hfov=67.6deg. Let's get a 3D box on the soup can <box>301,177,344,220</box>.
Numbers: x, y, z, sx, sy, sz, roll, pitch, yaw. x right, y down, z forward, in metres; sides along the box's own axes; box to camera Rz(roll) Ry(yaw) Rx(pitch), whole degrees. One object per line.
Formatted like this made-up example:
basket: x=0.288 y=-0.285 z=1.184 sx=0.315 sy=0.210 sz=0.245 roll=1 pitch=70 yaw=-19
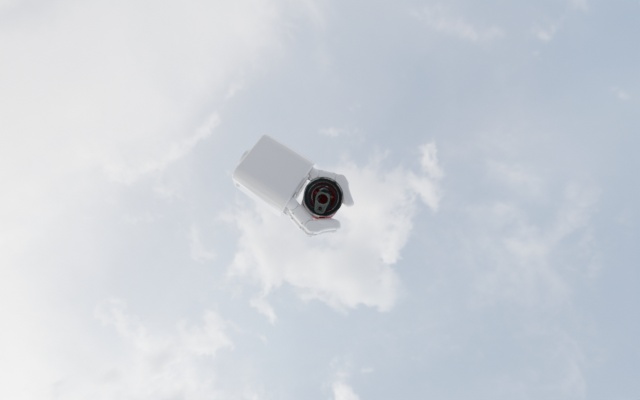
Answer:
soup can: x=0.001 y=0.003 z=0.841 sx=0.068 sy=0.068 sz=0.102 roll=0 pitch=-11 yaw=-6
